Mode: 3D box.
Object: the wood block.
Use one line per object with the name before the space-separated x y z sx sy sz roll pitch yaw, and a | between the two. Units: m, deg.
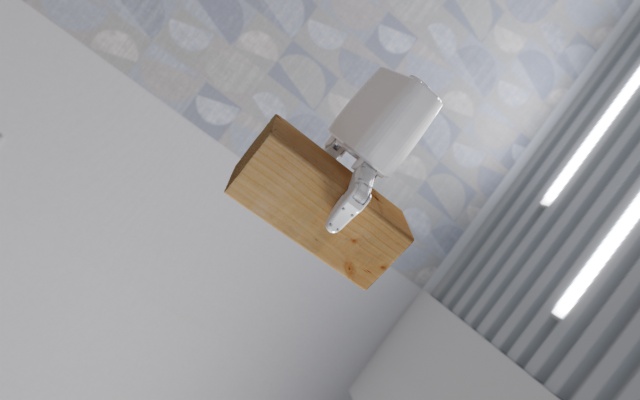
wood block | 0.000 0.002 0.572 0.206 0.090 0.090 36 18 -15
